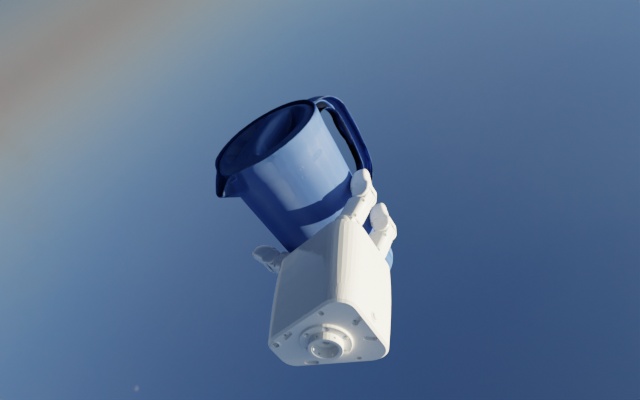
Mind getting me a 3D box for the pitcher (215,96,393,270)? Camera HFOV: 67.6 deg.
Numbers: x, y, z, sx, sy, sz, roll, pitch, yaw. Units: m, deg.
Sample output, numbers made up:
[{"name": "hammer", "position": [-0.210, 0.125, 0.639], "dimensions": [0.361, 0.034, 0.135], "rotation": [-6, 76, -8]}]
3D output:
[{"name": "pitcher", "position": [0.000, 0.002, 0.590], "dimensions": [0.149, 0.243, 0.145], "rotation": [-23, 31, 19]}]
